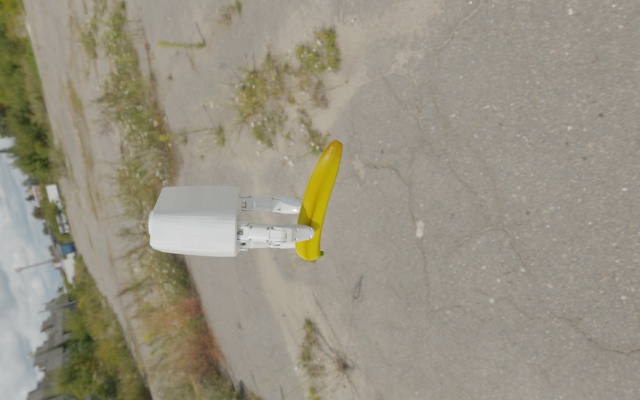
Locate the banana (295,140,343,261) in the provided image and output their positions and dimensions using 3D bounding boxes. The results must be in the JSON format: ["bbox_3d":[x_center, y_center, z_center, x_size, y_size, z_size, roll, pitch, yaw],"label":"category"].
[{"bbox_3d":[-0.006,0.014,0.661,0.037,0.198,0.069,18,32,11],"label":"banana"}]
